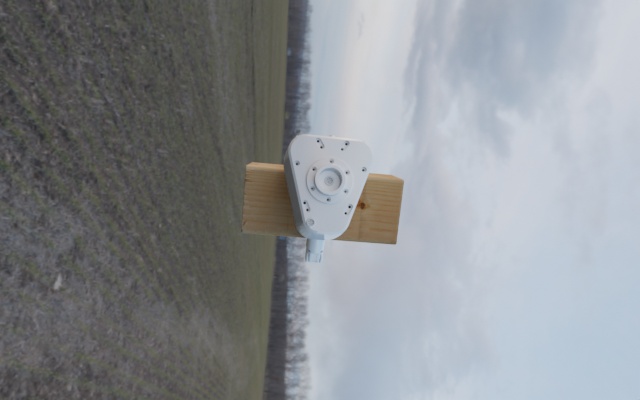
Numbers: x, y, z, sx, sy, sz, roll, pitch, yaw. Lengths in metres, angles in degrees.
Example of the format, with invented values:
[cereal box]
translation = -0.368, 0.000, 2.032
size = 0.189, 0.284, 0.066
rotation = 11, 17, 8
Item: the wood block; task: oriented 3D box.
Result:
[wood block]
translation = 0.000, 0.003, 0.663
size = 0.206, 0.091, 0.090
rotation = 5, 7, -4
